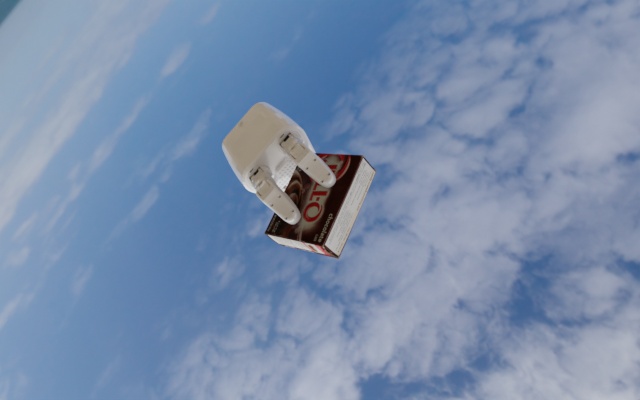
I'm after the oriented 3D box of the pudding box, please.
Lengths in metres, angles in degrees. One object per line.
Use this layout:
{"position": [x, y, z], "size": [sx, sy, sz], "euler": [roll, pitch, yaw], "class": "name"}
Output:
{"position": [0.000, 0.002, 0.532], "size": [0.090, 0.113, 0.039], "euler": [7, -22, 43], "class": "pudding box"}
